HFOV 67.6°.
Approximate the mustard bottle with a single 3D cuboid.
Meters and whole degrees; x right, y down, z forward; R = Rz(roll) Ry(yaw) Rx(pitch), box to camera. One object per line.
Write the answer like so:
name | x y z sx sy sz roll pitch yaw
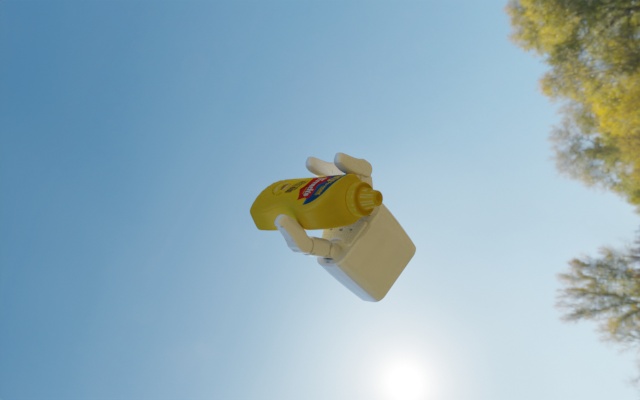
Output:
mustard bottle | 0.000 0.002 0.612 0.191 0.058 0.096 -3 26 46
